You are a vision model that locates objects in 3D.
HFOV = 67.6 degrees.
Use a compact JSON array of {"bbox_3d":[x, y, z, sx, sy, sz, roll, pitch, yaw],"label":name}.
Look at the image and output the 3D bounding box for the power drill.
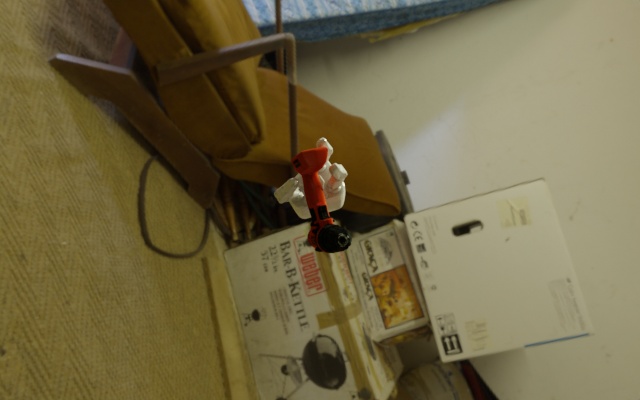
[{"bbox_3d":[0.000,0.002,0.861,0.057,0.187,0.184,-11,0,-16],"label":"power drill"}]
